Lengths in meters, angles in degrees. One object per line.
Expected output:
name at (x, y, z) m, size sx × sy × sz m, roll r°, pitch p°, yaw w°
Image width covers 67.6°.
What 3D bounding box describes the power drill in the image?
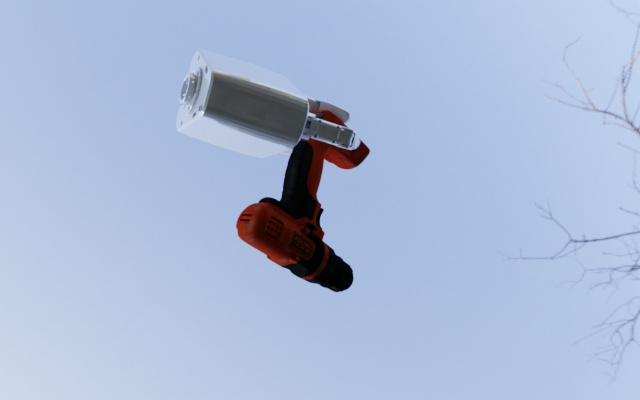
power drill at (0.000, 0.001, 0.577) m, size 0.057 × 0.187 × 0.184 m, roll -2°, pitch -29°, yaw 41°
